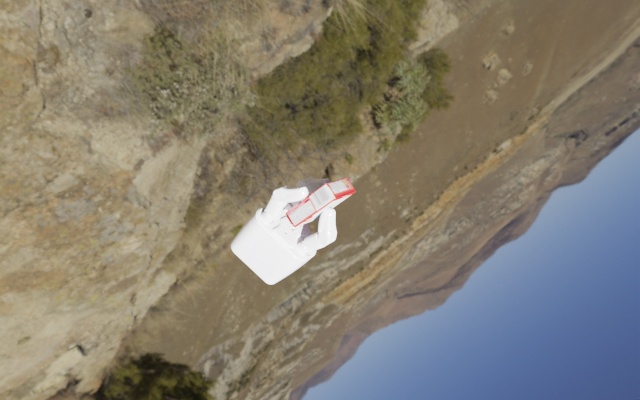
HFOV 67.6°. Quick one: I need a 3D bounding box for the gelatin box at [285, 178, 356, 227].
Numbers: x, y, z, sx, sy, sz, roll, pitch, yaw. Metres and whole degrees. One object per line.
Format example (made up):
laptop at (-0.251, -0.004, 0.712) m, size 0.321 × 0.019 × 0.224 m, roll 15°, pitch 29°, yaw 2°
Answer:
gelatin box at (0.001, 0.003, 0.726) m, size 0.089 × 0.030 × 0.073 m, roll -36°, pitch -9°, yaw 28°
